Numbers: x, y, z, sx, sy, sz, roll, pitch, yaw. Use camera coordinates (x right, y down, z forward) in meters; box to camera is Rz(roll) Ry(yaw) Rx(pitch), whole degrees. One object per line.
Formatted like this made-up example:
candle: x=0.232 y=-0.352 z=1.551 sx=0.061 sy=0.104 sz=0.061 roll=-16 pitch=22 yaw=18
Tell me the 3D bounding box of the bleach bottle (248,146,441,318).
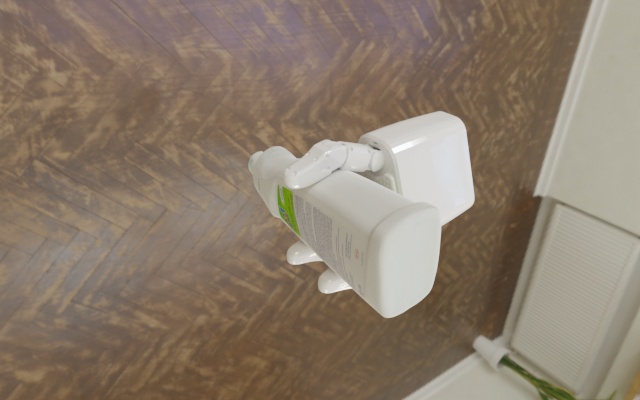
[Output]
bleach bottle: x=0.000 y=0.002 z=0.463 sx=0.068 sy=0.103 sz=0.250 roll=-24 pitch=38 yaw=-27
